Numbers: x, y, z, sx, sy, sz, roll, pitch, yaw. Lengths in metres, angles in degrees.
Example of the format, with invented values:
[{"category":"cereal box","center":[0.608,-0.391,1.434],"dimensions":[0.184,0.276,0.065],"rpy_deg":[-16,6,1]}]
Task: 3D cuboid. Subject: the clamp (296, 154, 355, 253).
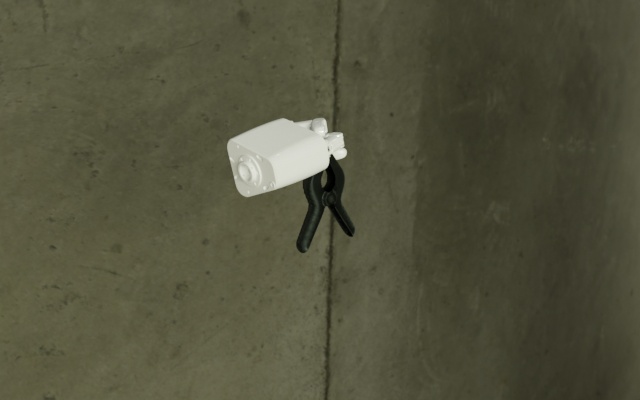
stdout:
[{"category":"clamp","center":[0.001,0.002,0.784],"dimensions":[0.120,0.171,0.039],"rpy_deg":[-27,25,-38]}]
